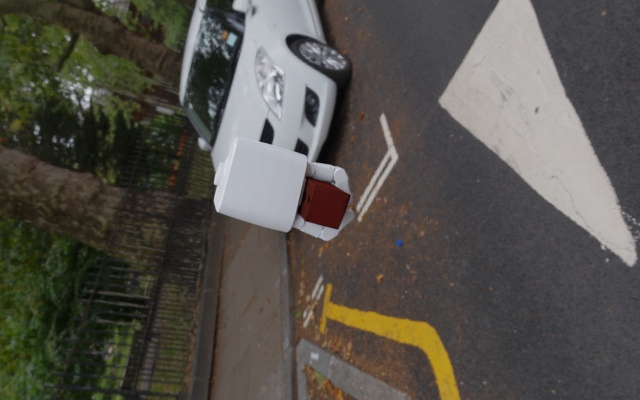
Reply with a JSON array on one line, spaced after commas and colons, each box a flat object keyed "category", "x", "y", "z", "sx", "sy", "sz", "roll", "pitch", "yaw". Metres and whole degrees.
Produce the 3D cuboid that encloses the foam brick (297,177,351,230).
[{"category": "foam brick", "x": 0.000, "y": 0.002, "z": 0.671, "sx": 0.051, "sy": 0.053, "sz": 0.078, "roll": 16, "pitch": 7, "yaw": -18}]
